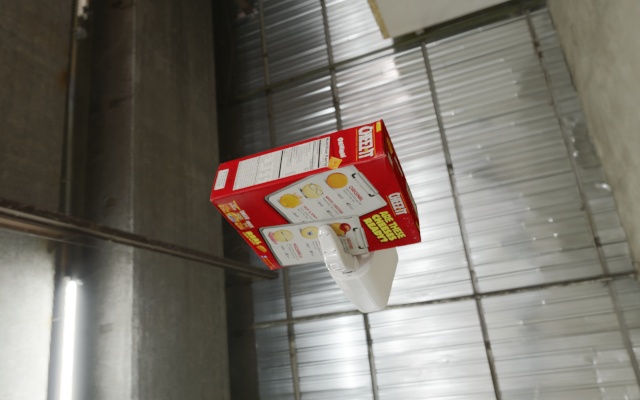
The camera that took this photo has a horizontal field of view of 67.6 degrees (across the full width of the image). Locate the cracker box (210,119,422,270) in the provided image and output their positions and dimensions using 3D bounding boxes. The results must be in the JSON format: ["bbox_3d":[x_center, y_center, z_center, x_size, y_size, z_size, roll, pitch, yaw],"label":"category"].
[{"bbox_3d":[0.000,0.002,0.595,0.214,0.072,0.164,-13,-43,18],"label":"cracker box"}]
